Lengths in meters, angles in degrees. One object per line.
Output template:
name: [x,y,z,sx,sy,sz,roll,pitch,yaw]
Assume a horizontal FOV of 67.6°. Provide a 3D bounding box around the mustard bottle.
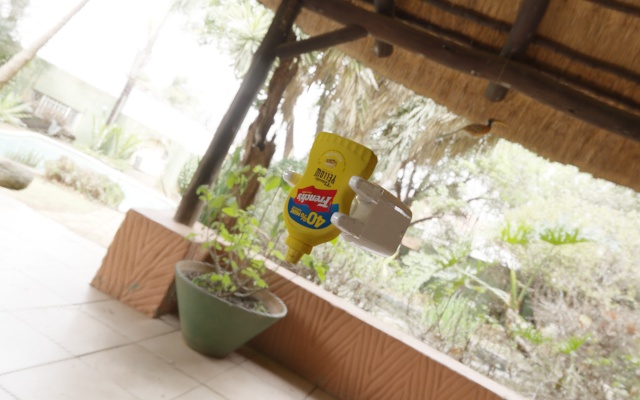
mustard bottle: [0.000,0.002,0.684,0.096,0.191,0.058,25,-3,24]
